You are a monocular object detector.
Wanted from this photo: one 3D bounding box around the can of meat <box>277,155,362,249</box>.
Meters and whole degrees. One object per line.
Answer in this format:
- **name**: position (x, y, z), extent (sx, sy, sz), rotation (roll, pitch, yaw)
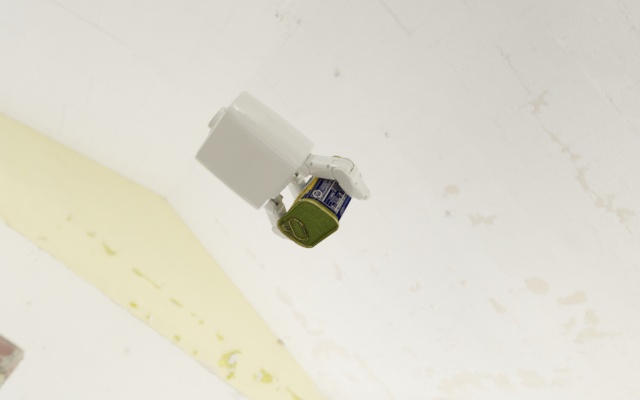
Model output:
- **can of meat**: position (0.000, 0.002, 0.601), extent (0.057, 0.084, 0.102), rotation (37, -34, -8)
